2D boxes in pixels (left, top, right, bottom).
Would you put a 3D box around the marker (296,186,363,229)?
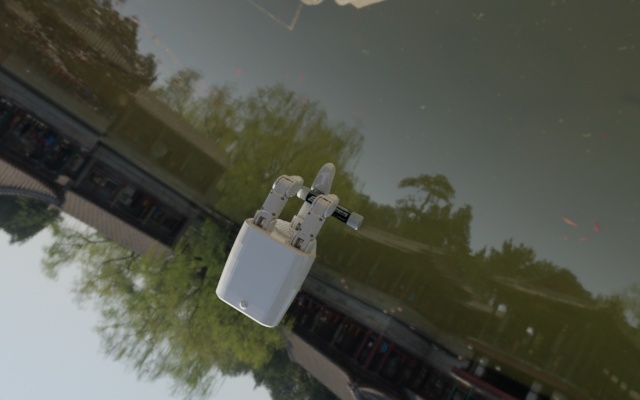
[{"bbox_3d":[0.000,0.002,0.637,0.121,0.020,0.020,28,7,13],"label":"marker"}]
